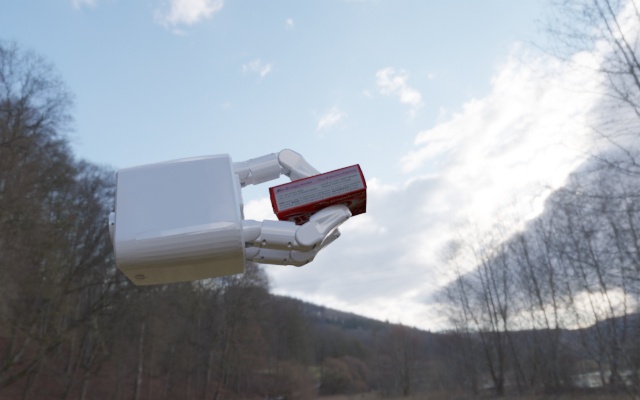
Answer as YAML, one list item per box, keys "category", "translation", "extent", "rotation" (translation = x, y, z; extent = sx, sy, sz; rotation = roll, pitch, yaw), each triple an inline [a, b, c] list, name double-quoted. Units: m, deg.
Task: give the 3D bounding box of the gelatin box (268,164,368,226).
- category: "gelatin box"
  translation: [0.000, 0.001, 0.464]
  extent: [0.089, 0.030, 0.073]
  rotation: [-16, -20, -1]
